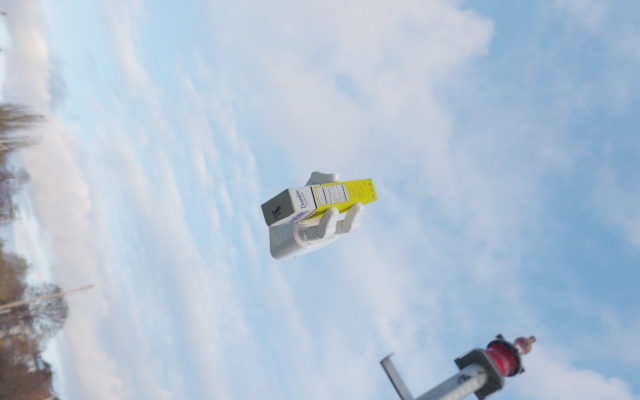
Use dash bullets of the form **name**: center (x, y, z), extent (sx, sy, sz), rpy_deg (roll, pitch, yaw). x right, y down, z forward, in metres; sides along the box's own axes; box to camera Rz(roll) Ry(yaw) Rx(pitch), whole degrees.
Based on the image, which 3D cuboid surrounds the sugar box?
- **sugar box**: center (0.000, 0.003, 0.794), extent (0.176, 0.048, 0.093), rpy_deg (-12, -10, -37)
